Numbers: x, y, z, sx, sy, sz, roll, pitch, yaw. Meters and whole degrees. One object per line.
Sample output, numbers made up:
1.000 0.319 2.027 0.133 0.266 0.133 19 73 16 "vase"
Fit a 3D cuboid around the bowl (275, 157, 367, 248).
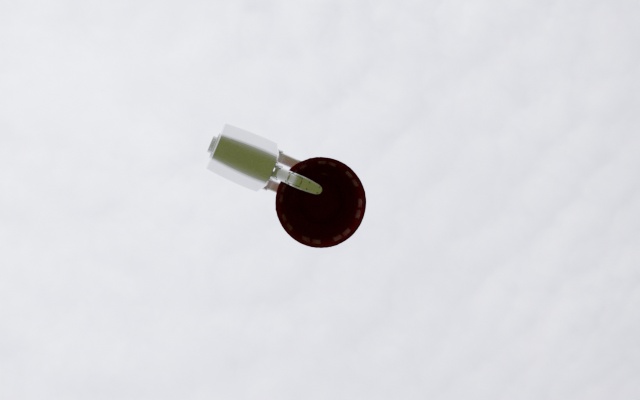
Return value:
0.001 0.004 0.865 0.162 0.162 0.055 0 3 -1 "bowl"
